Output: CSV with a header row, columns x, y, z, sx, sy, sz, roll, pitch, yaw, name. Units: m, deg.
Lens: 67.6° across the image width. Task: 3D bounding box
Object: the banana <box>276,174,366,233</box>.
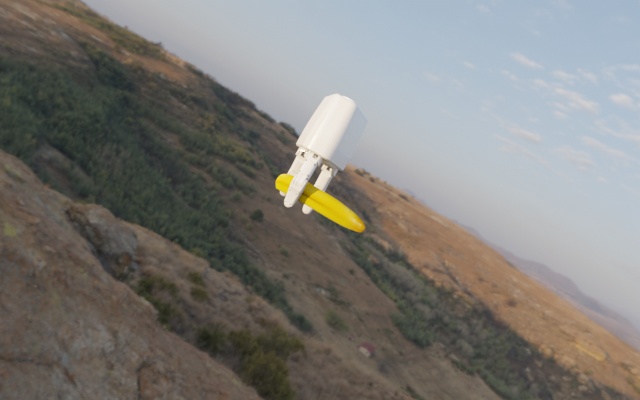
x,y,z,sx,sy,sz,roll,pitch,yaw,name
-0.009,-0.003,0.837,0.197,0.037,0.070,29,-2,25,banana
